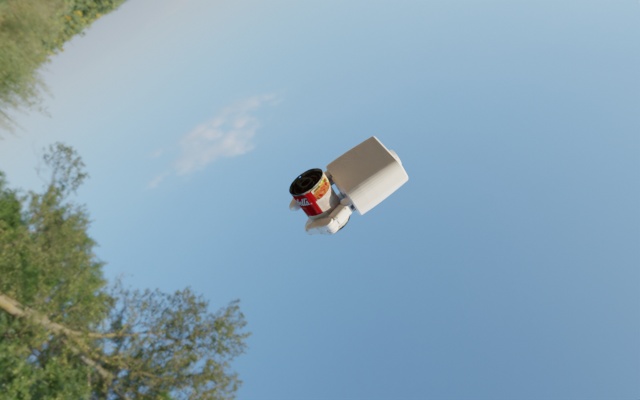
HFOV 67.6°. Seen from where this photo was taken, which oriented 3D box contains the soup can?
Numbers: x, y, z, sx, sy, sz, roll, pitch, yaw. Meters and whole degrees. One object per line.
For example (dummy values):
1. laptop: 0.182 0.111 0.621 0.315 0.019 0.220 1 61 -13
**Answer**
1. soup can: 0.000 0.003 0.838 0.068 0.102 0.068 -25 32 17
